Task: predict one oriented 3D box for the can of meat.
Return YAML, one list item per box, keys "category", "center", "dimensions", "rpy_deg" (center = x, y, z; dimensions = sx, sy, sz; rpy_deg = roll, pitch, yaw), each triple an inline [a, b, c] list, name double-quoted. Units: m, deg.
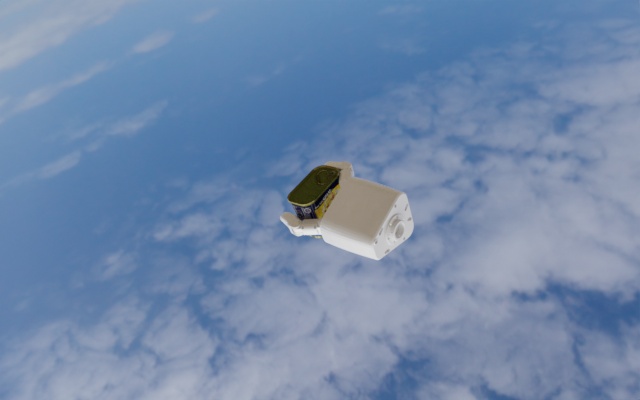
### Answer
- category: "can of meat"
  center: [0.000, 0.003, 0.834]
  dimensions: [0.057, 0.084, 0.102]
  rpy_deg: [15, 50, 38]
